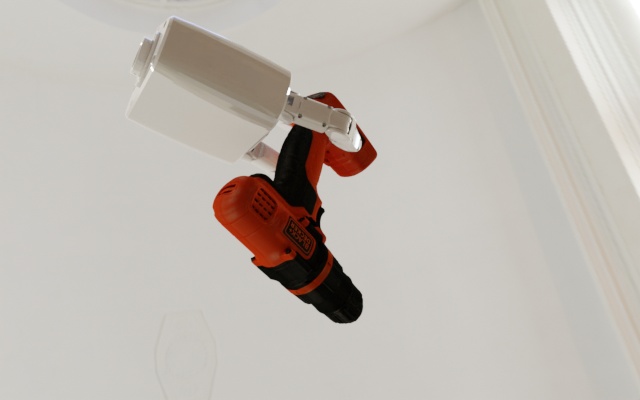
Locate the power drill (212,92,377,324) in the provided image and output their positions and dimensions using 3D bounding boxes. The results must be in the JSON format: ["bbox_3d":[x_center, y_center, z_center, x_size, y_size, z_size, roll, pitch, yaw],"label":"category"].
[{"bbox_3d":[0.000,0.001,0.459,0.057,0.187,0.184,-15,-51,36],"label":"power drill"}]
